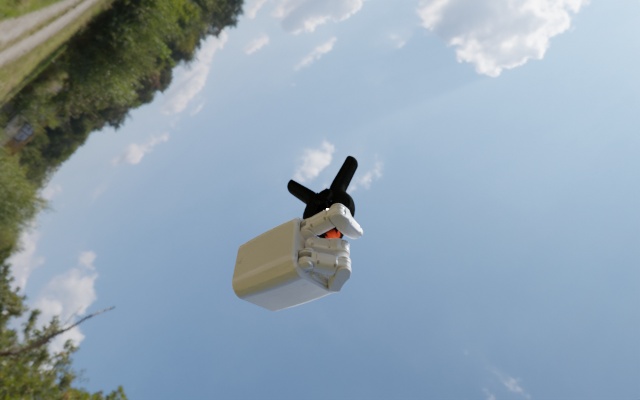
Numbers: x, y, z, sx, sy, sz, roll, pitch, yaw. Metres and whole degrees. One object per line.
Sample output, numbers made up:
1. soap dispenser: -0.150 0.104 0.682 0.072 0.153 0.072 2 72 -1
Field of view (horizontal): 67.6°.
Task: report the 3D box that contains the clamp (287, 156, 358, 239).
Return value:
1. clamp: 0.000 0.003 0.718 0.120 0.039 0.171 -21 35 20
